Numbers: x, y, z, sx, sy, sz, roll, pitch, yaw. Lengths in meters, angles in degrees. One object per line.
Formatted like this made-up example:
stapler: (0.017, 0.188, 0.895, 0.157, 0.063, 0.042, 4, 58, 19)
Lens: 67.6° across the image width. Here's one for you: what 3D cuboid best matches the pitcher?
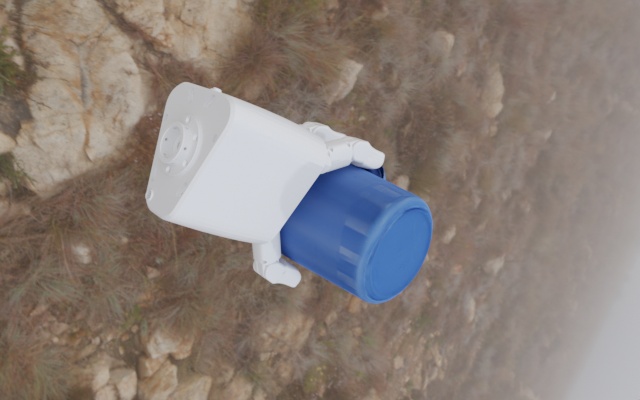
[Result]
pitcher: (0.000, 0.002, 0.514, 0.242, 0.149, 0.145, 27, 4, 41)
